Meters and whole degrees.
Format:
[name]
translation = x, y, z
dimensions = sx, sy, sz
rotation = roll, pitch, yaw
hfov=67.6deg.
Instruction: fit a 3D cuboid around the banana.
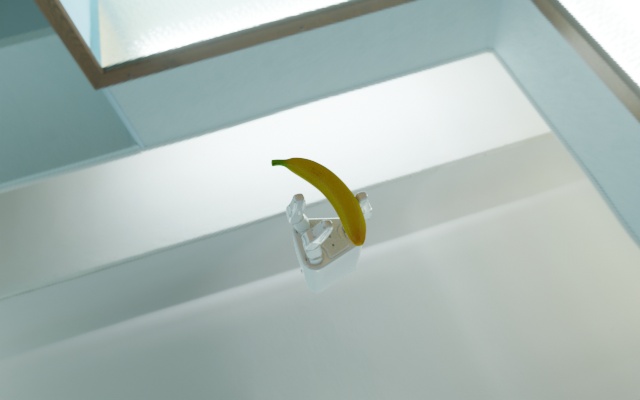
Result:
[banana]
translation = 0.011, -0.010, 0.728
dimensions = 0.069, 0.197, 0.037
rotation = -36, -26, -25
